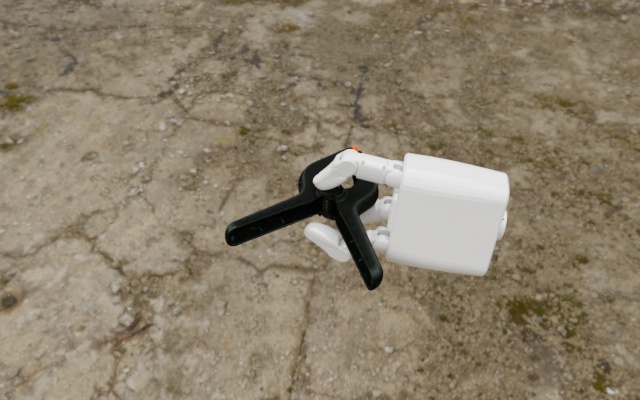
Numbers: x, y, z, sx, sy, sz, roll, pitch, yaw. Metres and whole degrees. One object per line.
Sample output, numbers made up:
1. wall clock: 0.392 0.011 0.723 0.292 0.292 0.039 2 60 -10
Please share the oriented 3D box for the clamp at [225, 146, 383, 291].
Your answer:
1. clamp: 0.000 0.001 0.534 0.164 0.036 0.209 12 40 7
